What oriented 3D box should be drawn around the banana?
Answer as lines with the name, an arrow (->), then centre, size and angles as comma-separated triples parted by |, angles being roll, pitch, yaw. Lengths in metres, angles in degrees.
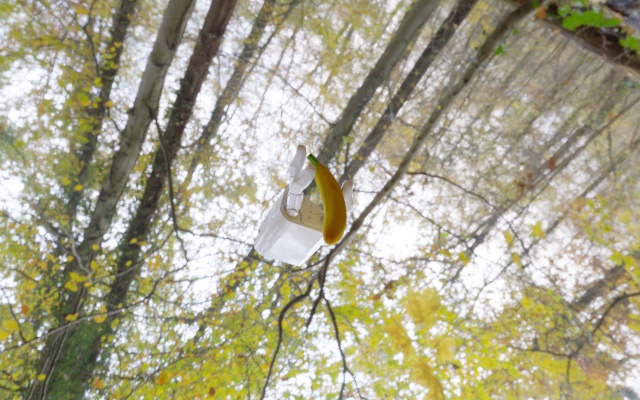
banana -> 0.014, 0.006, 0.793 | 0.070, 0.197, 0.037 | 24, -55, -34
